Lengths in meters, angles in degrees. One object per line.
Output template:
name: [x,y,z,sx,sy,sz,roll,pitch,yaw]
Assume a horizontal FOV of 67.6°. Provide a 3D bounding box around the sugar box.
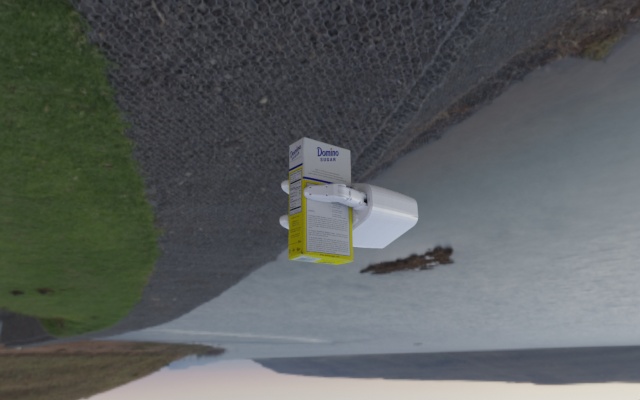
sugar box: [0.000,0.003,0.710,0.093,0.176,0.048,12,-22,-35]
